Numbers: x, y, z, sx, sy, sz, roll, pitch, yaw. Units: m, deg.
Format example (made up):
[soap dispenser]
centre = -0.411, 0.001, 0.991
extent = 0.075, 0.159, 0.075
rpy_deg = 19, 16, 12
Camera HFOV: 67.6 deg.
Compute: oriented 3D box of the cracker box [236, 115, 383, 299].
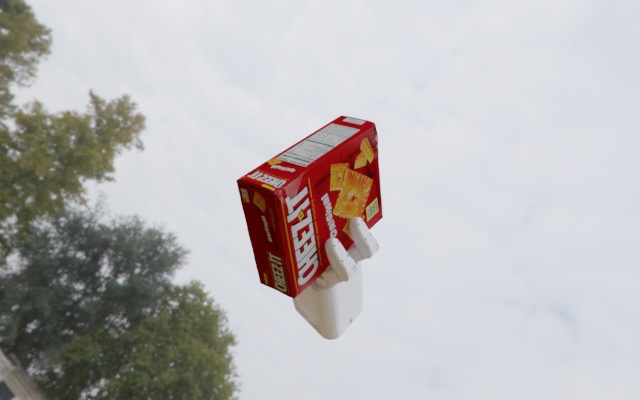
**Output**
[cracker box]
centre = 0.000, 0.002, 0.648
extent = 0.072, 0.164, 0.213
rpy_deg = 17, 39, 35
